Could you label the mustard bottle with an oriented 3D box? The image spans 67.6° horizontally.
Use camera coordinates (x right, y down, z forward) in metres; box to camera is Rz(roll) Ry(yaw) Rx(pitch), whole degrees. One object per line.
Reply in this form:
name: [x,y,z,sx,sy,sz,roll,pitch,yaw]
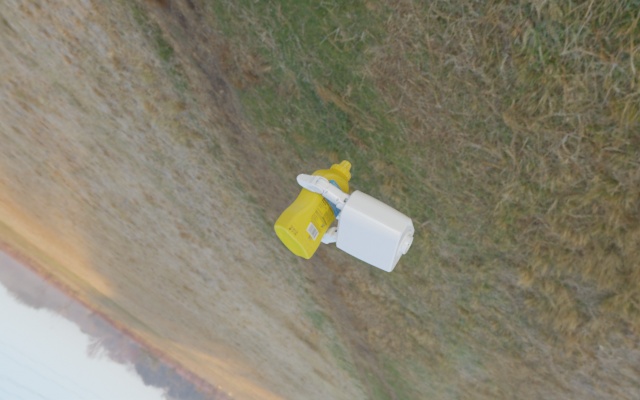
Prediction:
mustard bottle: [0.000,0.003,0.853,0.058,0.191,0.096,14,-30,41]
